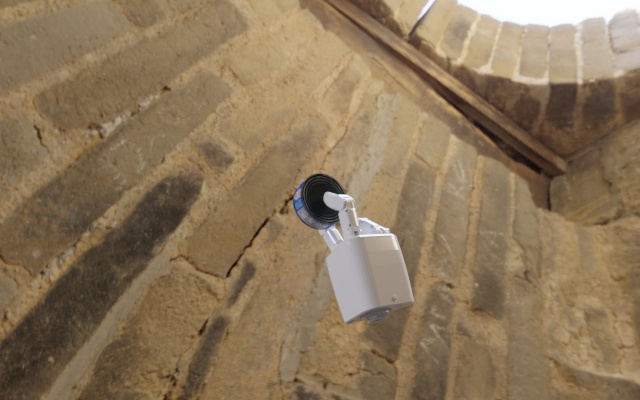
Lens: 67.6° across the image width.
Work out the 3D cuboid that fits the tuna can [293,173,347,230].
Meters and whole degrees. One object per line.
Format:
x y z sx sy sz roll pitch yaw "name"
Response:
0.000 0.003 0.759 0.086 0.086 0.034 0 -22 -33 "tuna can"
